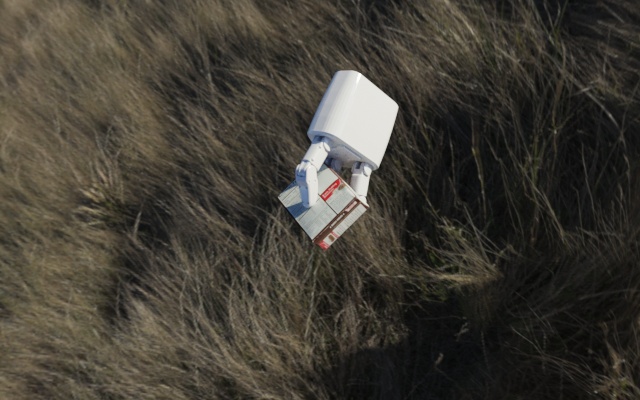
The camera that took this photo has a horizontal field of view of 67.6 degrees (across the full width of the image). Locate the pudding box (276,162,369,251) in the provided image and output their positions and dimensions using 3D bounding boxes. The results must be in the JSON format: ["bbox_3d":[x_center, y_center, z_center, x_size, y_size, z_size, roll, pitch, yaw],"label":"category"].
[{"bbox_3d":[0.000,0.002,0.681,0.039,0.090,0.113,40,6,-47],"label":"pudding box"}]
